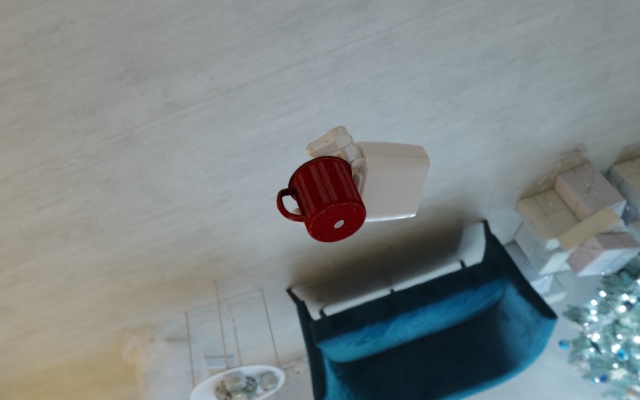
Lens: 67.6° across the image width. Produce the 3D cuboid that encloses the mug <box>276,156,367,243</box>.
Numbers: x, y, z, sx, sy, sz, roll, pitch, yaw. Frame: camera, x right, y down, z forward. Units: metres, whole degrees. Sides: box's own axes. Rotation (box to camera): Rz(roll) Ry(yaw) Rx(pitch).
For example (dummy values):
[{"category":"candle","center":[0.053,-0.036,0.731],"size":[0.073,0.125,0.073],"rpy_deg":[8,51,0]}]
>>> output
[{"category":"mug","center":[-0.001,0.002,0.631],"size":[0.117,0.081,0.093],"rpy_deg":[-3,-43,-21]}]
